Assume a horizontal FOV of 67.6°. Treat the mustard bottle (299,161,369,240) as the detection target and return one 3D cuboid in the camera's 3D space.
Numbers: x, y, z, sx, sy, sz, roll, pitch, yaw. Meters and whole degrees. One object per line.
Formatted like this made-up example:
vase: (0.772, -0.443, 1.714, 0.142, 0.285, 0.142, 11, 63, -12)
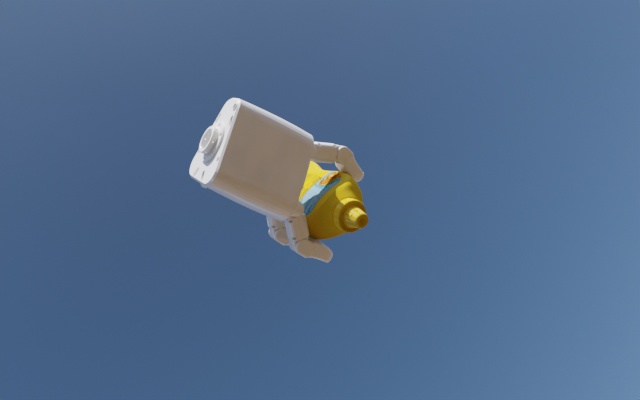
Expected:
mustard bottle: (0.000, 0.002, 0.627, 0.058, 0.096, 0.191, 52, -15, -30)
